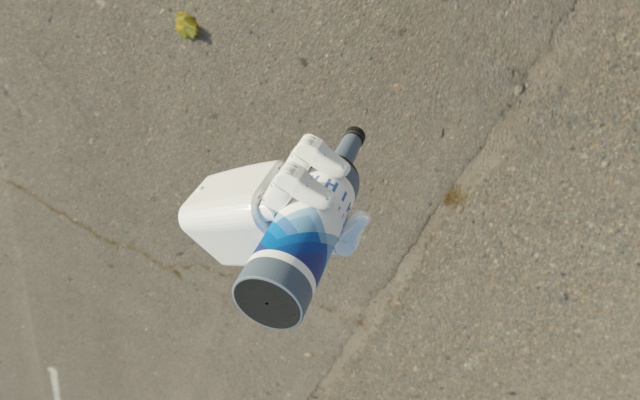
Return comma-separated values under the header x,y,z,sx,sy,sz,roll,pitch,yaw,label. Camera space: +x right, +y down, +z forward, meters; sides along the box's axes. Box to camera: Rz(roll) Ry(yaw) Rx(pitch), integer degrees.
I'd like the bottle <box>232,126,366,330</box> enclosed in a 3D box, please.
x,y,z,sx,sy,sz,roll,pitch,yaw,label
0.000,0.002,0.516,0.069,0.069,0.295,0,36,23,bottle
